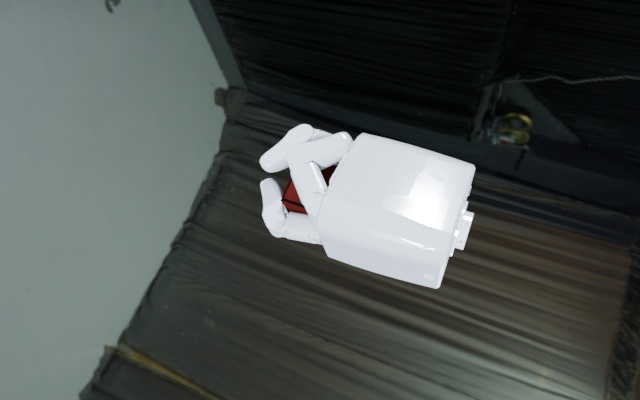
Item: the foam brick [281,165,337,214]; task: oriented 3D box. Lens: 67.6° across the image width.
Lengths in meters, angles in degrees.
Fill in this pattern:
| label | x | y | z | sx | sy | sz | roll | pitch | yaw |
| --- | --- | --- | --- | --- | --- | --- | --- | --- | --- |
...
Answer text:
| label | x | y | z | sx | sy | sz | roll | pitch | yaw |
| --- | --- | --- | --- | --- | --- | --- | --- | --- | --- |
| foam brick | 0.000 | 0.002 | 0.481 | 0.051 | 0.053 | 0.078 | 16 | -21 | 17 |
